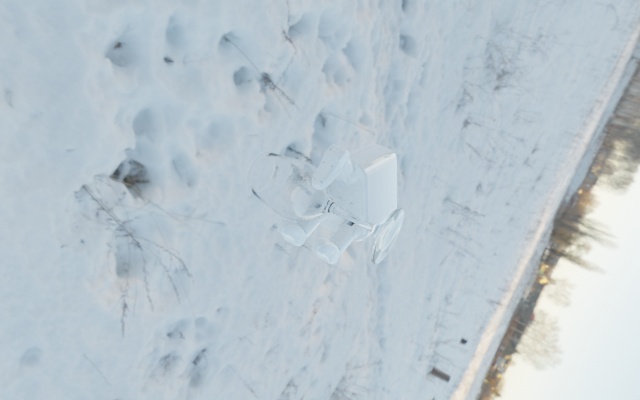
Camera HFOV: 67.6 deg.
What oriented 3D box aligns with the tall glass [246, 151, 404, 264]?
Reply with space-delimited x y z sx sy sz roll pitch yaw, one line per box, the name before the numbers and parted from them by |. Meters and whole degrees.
tall glass | 0.001 0.002 0.607 0.201 0.079 0.079 26 11 24
